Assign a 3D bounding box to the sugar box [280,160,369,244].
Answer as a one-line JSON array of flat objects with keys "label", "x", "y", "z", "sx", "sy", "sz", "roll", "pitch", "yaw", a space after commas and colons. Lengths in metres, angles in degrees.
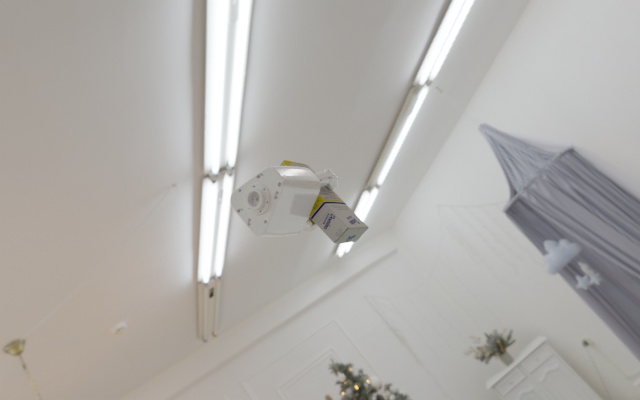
[{"label": "sugar box", "x": 0.000, "y": 0.003, "z": 0.866, "sx": 0.176, "sy": 0.048, "sz": 0.093, "roll": 49, "pitch": 20, "yaw": 21}]
